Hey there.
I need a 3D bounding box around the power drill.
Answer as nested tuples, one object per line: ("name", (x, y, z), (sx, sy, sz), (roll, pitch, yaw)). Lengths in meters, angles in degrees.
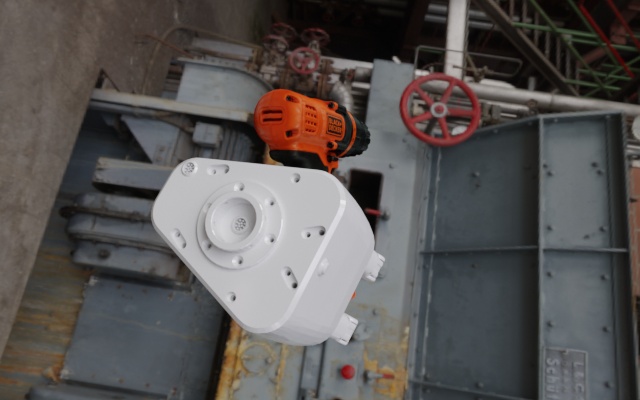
("power drill", (0.000, 0.002, 0.445), (0.057, 0.187, 0.184), (0, 1, 27))
